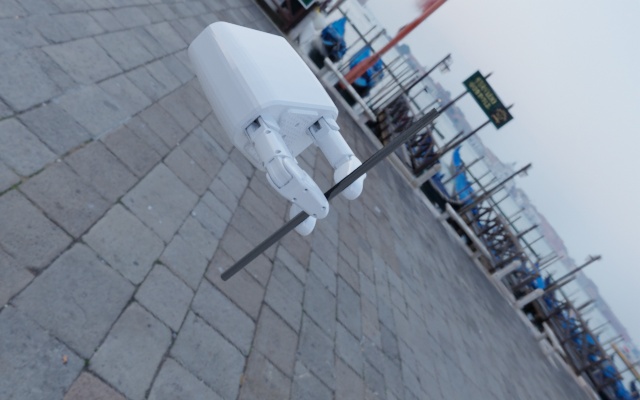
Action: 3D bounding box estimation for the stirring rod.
[{"bbox_3d":[0.000,0.001,0.406,0.239,0.011,0.011,-38,-14,18],"label":"stirring rod"}]
